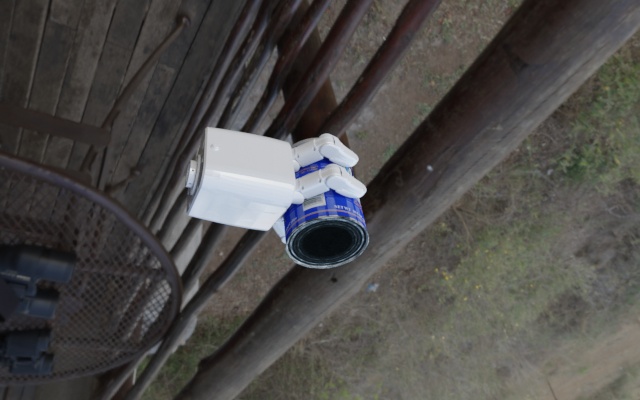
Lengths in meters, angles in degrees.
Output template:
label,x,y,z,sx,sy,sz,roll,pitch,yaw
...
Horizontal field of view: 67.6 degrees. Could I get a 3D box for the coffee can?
label,x,y,z,sx,sy,sz,roll,pitch,yaw
coffee can,0.000,0.002,0.624,0.103,0.140,0.103,-5,-42,-5
